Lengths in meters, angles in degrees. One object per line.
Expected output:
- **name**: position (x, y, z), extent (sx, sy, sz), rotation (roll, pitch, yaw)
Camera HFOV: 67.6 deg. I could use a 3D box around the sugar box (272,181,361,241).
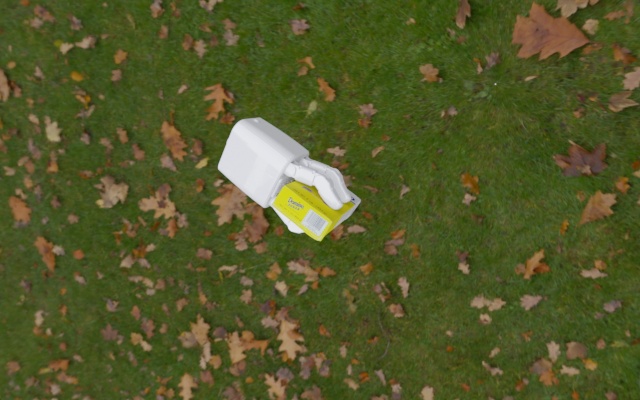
- **sugar box**: position (0.000, 0.002, 0.778), extent (0.093, 0.048, 0.176), rotation (38, 22, 8)
